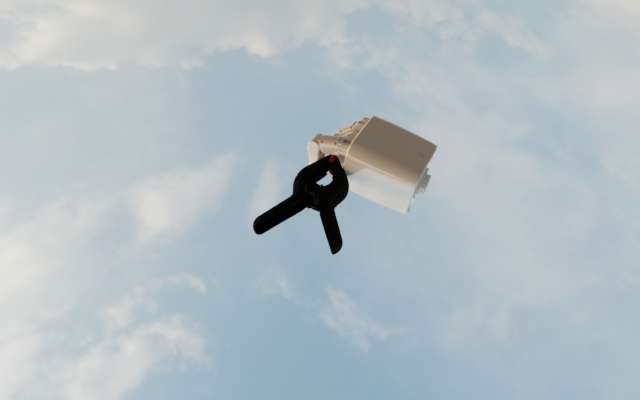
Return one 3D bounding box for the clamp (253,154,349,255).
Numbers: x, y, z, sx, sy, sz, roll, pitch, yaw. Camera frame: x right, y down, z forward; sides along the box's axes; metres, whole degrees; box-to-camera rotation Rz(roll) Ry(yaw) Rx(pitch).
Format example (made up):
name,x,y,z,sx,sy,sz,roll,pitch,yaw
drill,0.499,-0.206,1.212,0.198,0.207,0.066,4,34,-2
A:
name,x,y,z,sx,sy,sz,roll,pitch,yaw
clamp,0.000,0.002,0.653,0.120,0.171,0.039,24,-36,15
